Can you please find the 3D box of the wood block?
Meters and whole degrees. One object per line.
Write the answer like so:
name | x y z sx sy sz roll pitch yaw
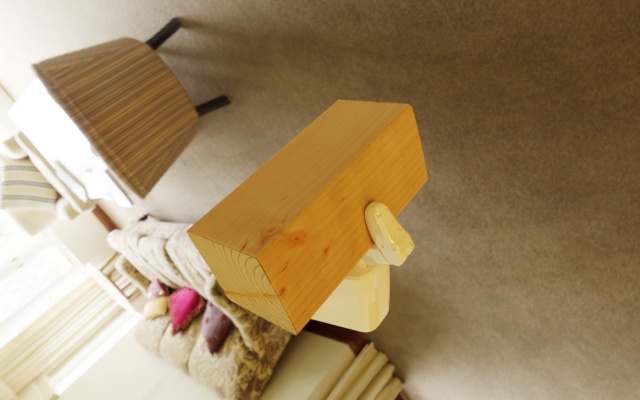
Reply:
wood block | 0.000 0.002 0.427 0.091 0.090 0.206 15 49 40
